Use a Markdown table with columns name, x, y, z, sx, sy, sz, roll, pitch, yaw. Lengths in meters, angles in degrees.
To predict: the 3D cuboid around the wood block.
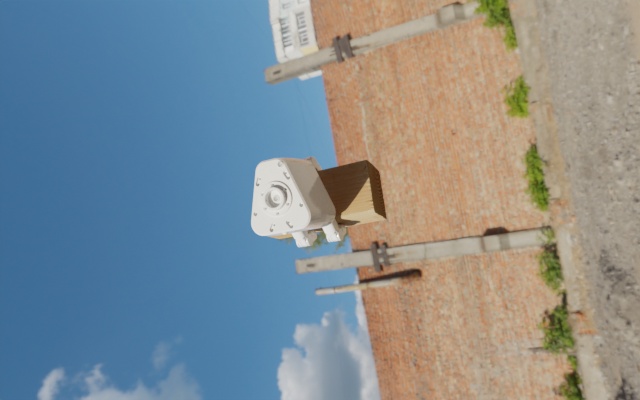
| name | x | y | z | sx | sy | sz | roll | pitch | yaw |
| --- | --- | --- | --- | --- | --- | --- | --- | --- | --- |
| wood block | 0.000 | 0.002 | 0.831 | 0.206 | 0.090 | 0.090 | -11 | -14 | 19 |
